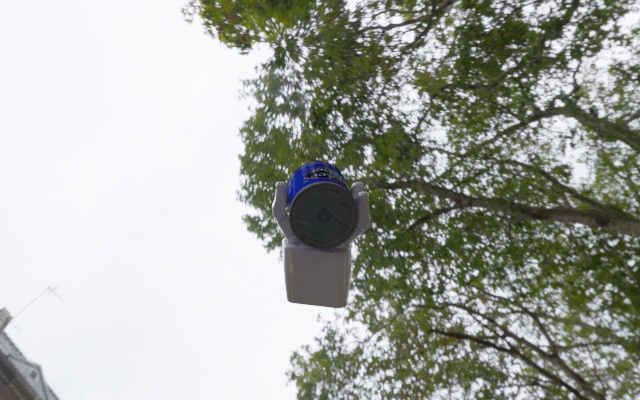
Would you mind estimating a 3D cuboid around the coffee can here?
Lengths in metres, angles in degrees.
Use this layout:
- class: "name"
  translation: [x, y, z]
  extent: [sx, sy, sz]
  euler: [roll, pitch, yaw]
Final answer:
- class: "coffee can"
  translation: [0.000, 0.002, 0.760]
  extent: [0.103, 0.103, 0.140]
  euler: [0, 18, -5]
